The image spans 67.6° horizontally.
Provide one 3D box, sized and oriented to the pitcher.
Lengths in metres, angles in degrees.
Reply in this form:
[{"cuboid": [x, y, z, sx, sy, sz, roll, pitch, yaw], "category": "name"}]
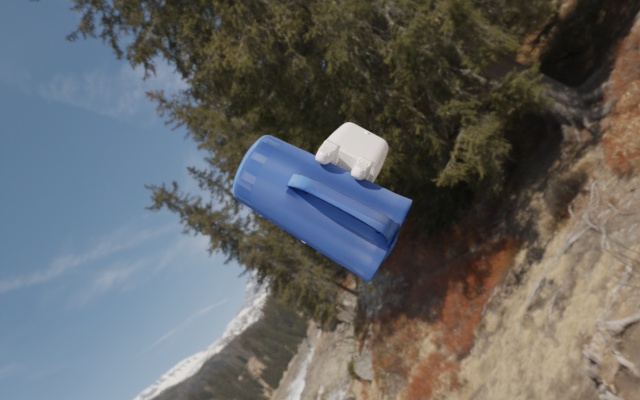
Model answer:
[{"cuboid": [0.000, 0.002, 0.685, 0.243, 0.149, 0.145, 28, 38, 5], "category": "pitcher"}]
